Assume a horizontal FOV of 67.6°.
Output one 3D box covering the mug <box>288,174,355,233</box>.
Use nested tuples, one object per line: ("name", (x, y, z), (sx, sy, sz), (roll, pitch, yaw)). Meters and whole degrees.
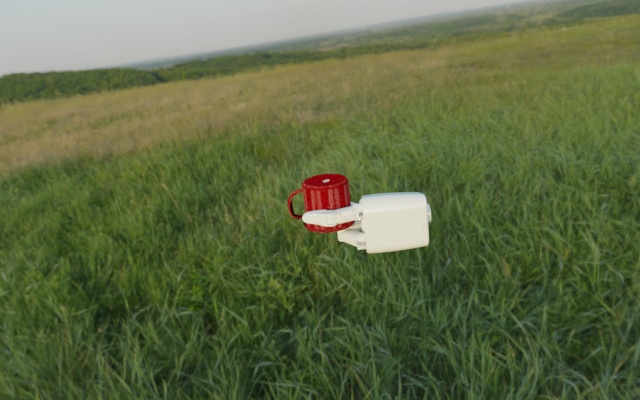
("mug", (-0.001, 0.003, 0.843), (0.117, 0.081, 0.093), (-5, 20, 5))
